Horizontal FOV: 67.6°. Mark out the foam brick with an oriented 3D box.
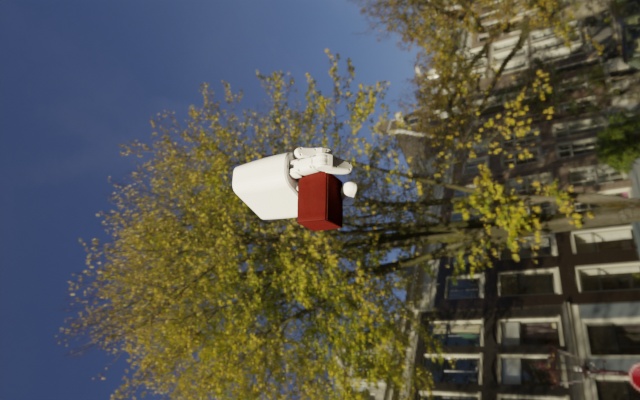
[{"bbox_3d":[0.000,0.003,0.723,0.051,0.078,0.053,-9,-22,27],"label":"foam brick"}]
